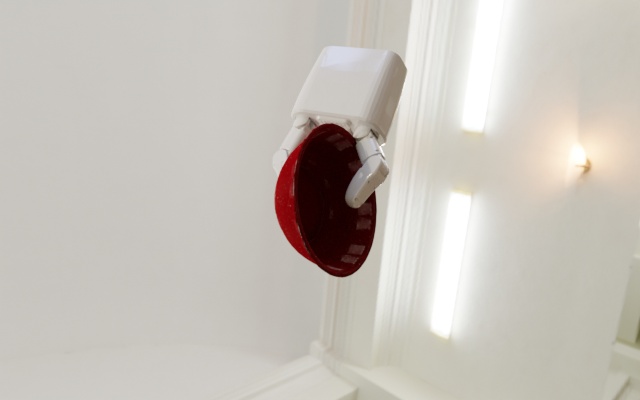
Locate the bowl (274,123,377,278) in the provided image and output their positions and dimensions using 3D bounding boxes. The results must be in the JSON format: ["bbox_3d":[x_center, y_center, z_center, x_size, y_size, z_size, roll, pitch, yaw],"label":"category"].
[{"bbox_3d":[-0.001,0.003,0.513,0.055,0.162,0.162,-7,-4,33],"label":"bowl"}]
